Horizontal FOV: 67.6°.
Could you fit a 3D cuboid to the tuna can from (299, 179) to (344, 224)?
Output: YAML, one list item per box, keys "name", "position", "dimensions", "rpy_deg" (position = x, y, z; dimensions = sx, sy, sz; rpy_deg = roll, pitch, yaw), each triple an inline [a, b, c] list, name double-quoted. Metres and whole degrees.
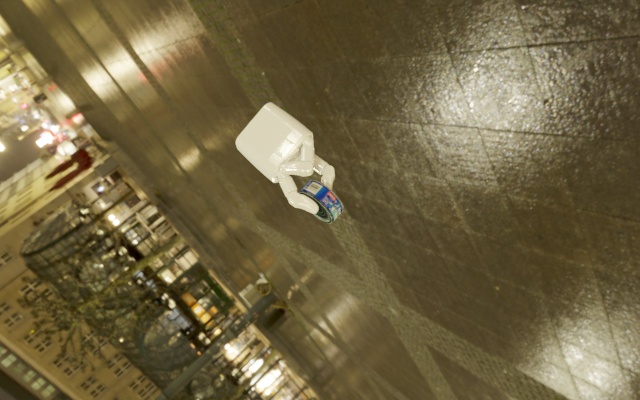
- name: "tuna can"
  position: [0.000, 0.003, 0.893]
  dimensions: [0.033, 0.086, 0.086]
  rpy_deg: [-47, 20, -19]
